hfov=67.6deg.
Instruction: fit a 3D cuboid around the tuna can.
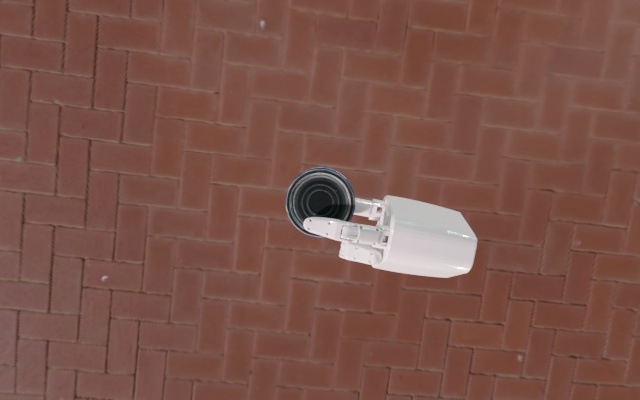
[{"bbox_3d":[0.000,0.002,0.584,0.086,0.086,0.034,0,5,2],"label":"tuna can"}]
